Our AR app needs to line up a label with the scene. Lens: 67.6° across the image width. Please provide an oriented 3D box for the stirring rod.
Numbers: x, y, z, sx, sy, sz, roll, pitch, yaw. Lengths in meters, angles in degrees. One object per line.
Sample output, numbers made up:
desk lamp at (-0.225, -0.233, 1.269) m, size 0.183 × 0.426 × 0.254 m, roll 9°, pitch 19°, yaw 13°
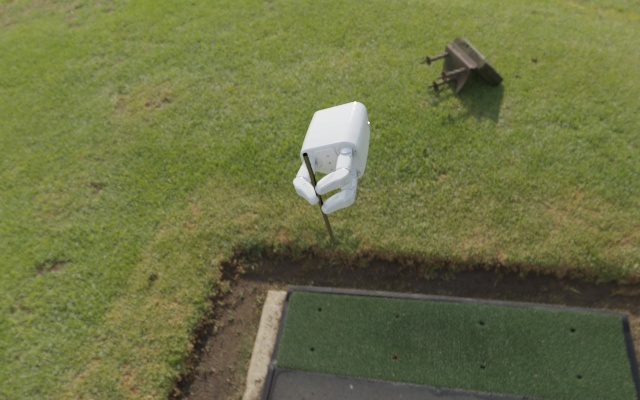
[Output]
stirring rod at (0.000, 0.003, 0.808) m, size 0.011 × 0.011 × 0.240 m, roll 0°, pitch -36°, yaw 14°
